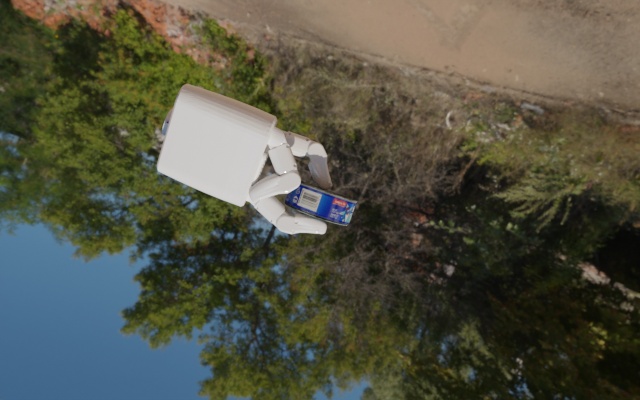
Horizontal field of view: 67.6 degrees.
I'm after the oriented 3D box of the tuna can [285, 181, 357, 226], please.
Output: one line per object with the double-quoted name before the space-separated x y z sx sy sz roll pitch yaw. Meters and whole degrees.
"tuna can" 0.000 0.003 0.593 0.086 0.034 0.086 19 3 -1
